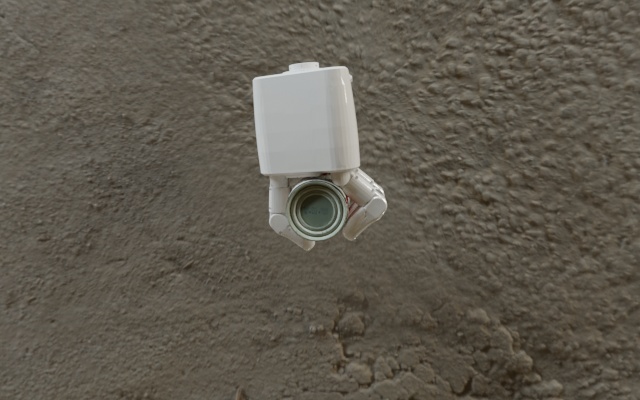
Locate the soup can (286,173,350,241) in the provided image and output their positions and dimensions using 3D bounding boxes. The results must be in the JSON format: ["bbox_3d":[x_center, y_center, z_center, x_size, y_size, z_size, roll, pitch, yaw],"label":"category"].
[{"bbox_3d":[0.000,0.002,0.547,0.068,0.068,0.102,0,11,5],"label":"soup can"}]
